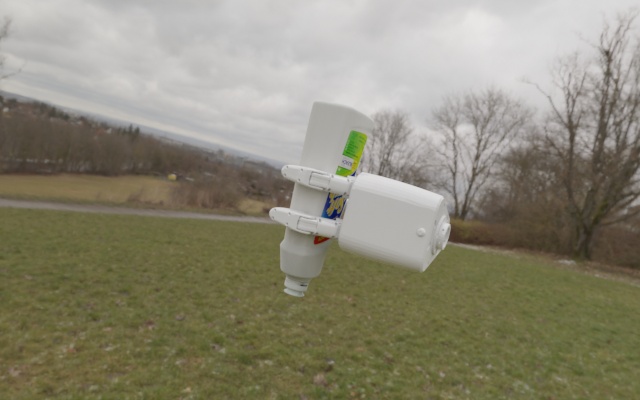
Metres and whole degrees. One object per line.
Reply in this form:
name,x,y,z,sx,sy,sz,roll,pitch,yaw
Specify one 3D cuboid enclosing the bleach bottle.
bleach bottle,0.000,0.002,0.633,0.068,0.251,0.102,16,4,24
